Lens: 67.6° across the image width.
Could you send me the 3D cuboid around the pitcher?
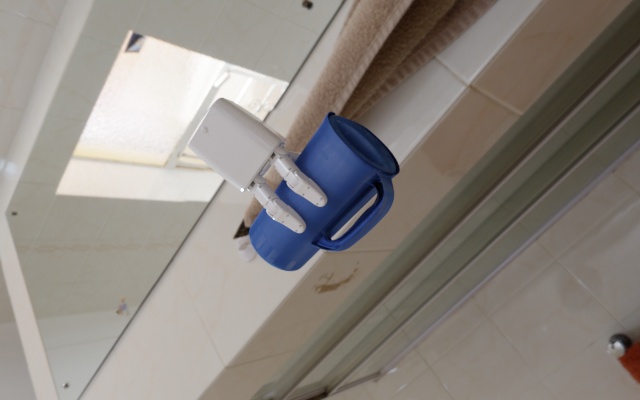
[{"bbox_3d":[0.000,0.002,0.723,0.145,0.243,0.149,37,25,-6],"label":"pitcher"}]
